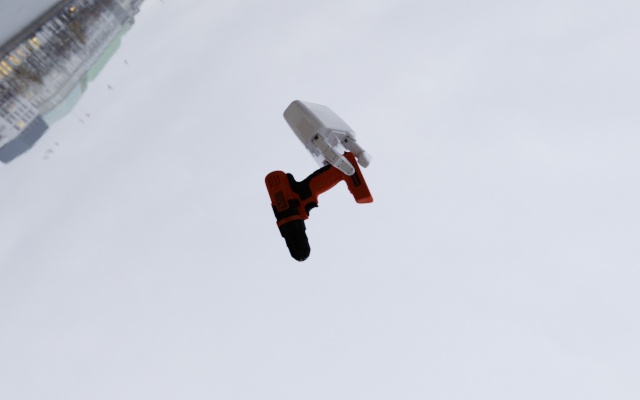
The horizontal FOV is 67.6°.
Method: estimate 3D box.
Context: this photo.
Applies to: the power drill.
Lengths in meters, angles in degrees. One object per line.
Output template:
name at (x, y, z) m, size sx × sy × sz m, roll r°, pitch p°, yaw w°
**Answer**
power drill at (0.000, 0.003, 0.897) m, size 0.187 × 0.184 × 0.057 m, roll -22°, pitch -15°, yaw 5°
